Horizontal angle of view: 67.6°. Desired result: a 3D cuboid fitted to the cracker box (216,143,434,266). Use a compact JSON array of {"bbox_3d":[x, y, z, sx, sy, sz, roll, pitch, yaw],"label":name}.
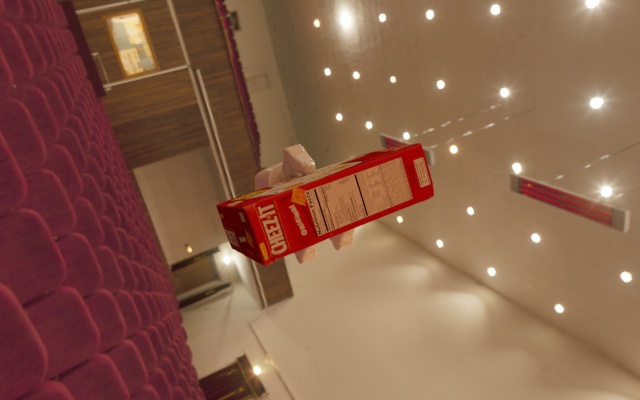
[{"bbox_3d":[0.000,0.002,0.568,0.213,0.072,0.164,-21,7,-20],"label":"cracker box"}]
